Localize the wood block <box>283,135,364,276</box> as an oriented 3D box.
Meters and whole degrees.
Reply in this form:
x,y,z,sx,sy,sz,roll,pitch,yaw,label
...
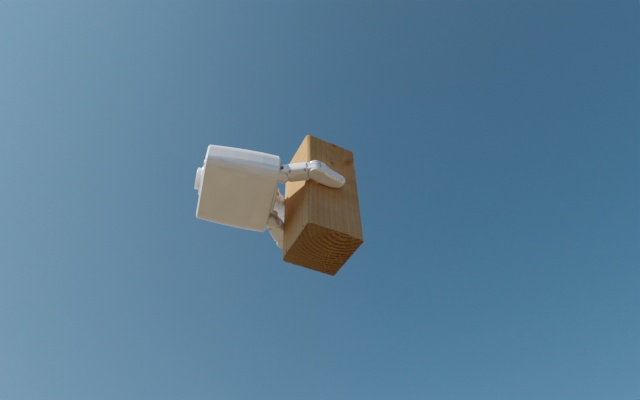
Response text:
x,y,z,sx,sy,sz,roll,pitch,yaw,label
0.000,0.002,0.753,0.090,0.206,0.091,20,-51,-19,wood block
